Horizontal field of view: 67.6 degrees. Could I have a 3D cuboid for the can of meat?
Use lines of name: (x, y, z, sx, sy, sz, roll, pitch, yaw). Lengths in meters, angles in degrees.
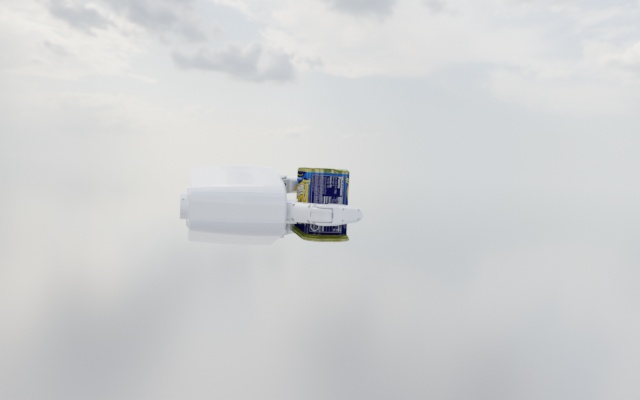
can of meat: (0.000, 0.002, 0.587, 0.057, 0.084, 0.102, 2, 4, -13)
